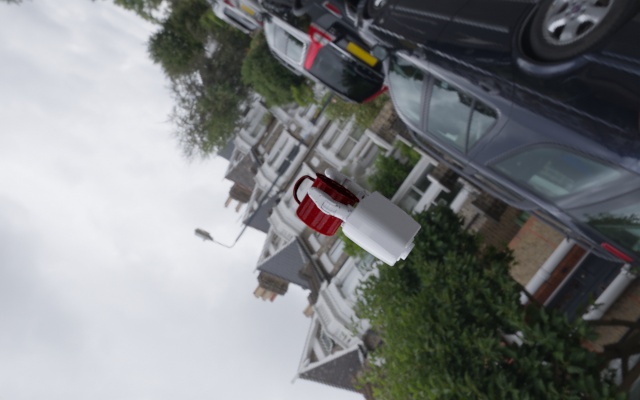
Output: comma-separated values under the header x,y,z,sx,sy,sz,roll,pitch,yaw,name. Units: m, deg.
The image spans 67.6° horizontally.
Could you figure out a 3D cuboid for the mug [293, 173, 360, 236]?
x,y,z,sx,sy,sz,roll,pitch,yaw,name
-0.001,0.002,0.853,0.117,0.081,0.093,36,11,13,mug
